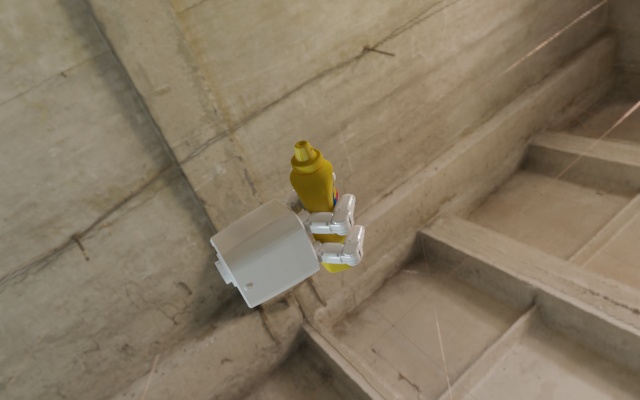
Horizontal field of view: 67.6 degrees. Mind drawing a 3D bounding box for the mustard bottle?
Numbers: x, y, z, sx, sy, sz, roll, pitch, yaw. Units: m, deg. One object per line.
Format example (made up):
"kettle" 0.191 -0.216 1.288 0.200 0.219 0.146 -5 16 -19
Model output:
"mustard bottle" 0.000 0.002 0.647 0.058 0.192 0.096 -15 38 6
